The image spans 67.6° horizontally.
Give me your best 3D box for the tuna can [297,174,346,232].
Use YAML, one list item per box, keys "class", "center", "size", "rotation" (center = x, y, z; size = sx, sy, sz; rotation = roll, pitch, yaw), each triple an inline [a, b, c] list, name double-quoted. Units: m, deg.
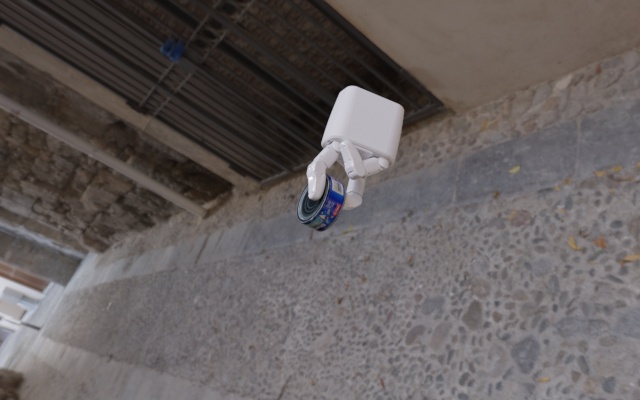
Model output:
- class: "tuna can"
  center: [0.000, 0.002, 0.736]
  size: [0.034, 0.086, 0.086]
  rotation: [27, -13, -27]
